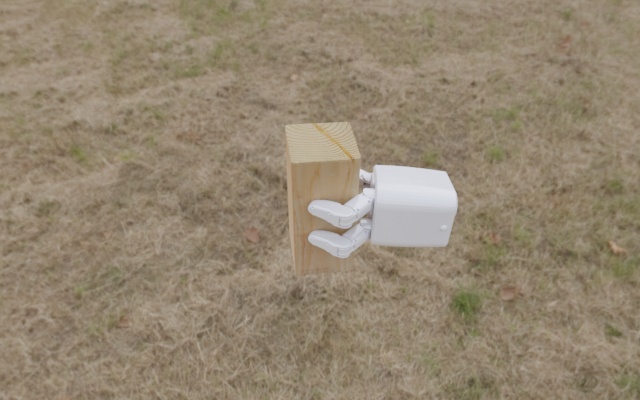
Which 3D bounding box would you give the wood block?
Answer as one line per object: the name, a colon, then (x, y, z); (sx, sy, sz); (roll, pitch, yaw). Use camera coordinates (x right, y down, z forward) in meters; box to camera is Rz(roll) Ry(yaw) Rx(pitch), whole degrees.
wood block: (0.000, 0.002, 0.678); (0.090, 0.206, 0.090); (-4, 41, -6)
